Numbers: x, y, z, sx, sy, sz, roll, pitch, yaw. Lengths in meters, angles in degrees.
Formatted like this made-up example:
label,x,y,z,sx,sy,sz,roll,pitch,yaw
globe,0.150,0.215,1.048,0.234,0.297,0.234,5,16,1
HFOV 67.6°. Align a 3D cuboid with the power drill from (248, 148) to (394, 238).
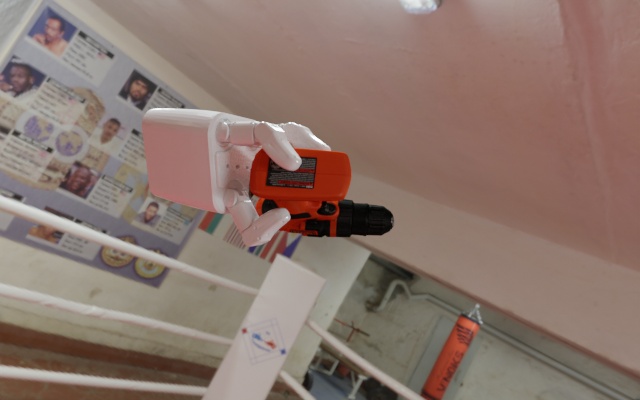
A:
label,x,y,z,sx,sy,sz,roll,pitch,yaw
power drill,0.000,0.002,0.569,0.184,0.057,0.188,2,-19,5
